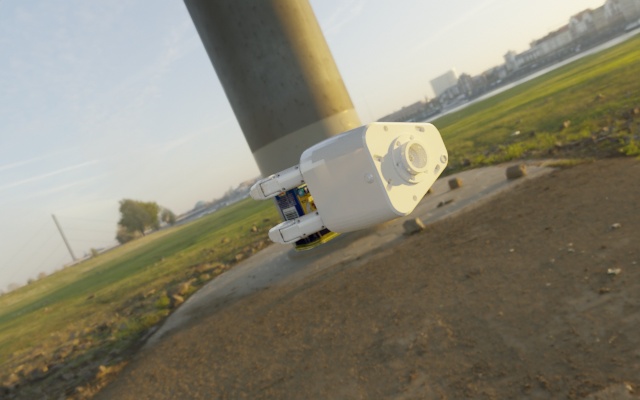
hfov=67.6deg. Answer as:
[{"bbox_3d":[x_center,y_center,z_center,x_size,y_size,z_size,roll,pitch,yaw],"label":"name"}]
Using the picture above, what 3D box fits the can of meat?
[{"bbox_3d":[0.000,0.002,0.579,0.102,0.084,0.057,-26,6,-32],"label":"can of meat"}]
